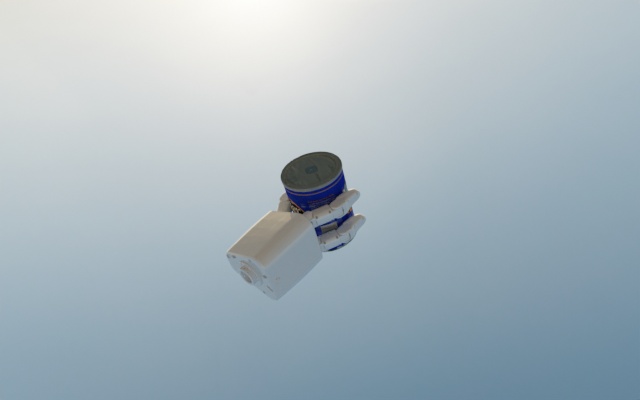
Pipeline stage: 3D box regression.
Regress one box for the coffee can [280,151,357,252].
[{"bbox_3d":[0.000,0.002,0.812,0.103,0.140,0.102,-10,37,8],"label":"coffee can"}]
